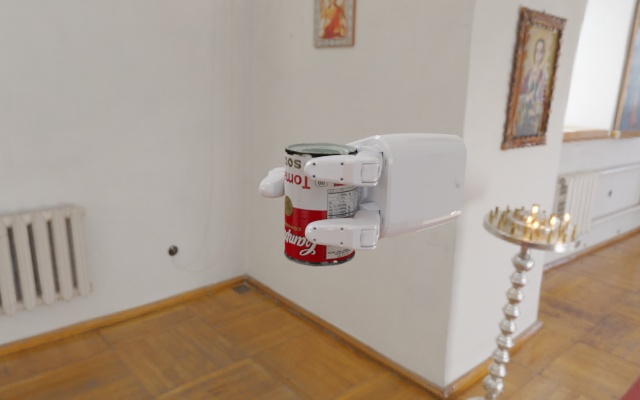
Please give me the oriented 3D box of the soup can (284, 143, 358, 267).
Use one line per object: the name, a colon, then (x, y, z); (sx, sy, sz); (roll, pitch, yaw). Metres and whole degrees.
soup can: (0.000, 0.001, 0.442); (0.068, 0.102, 0.068); (1, 15, 0)
